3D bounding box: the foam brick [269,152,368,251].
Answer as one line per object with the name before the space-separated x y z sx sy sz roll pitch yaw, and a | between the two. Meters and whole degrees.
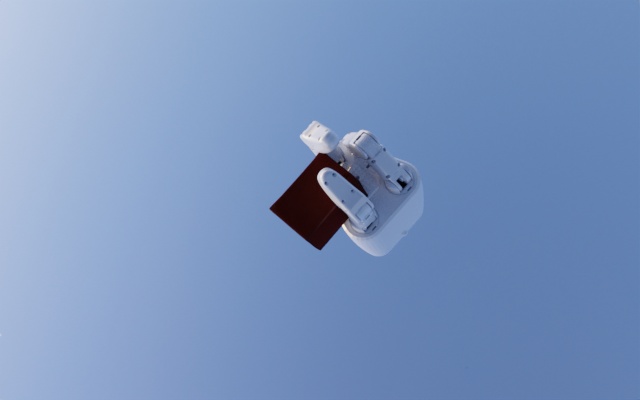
foam brick | 0.000 0.002 0.473 0.053 0.078 0.051 41 -3 23
